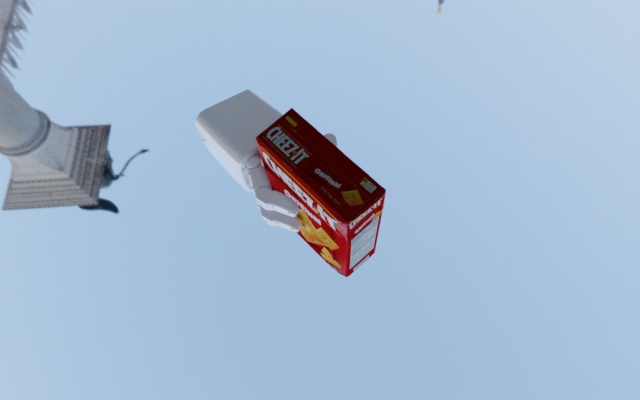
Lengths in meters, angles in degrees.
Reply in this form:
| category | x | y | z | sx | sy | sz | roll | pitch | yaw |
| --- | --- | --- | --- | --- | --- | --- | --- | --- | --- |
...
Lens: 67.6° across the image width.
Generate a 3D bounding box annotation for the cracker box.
| category | x | y | z | sx | sy | sz | roll | pitch | yaw |
| --- | --- | --- | --- | --- | --- | --- | --- | --- | --- |
| cracker box | 0.000 | 0.002 | 0.651 | 0.072 | 0.164 | 0.214 | -42 | -20 | -15 |
